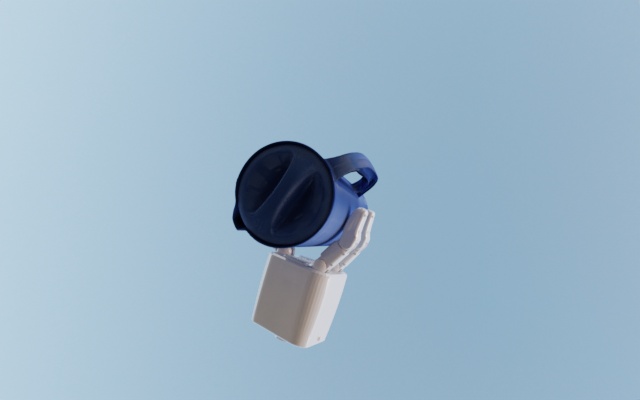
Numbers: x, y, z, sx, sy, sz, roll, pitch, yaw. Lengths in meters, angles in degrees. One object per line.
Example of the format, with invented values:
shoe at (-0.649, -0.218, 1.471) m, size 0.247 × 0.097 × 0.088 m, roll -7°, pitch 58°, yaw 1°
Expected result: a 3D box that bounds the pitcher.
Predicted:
pitcher at (0.000, 0.002, 0.684) m, size 0.149 × 0.145 × 0.243 m, roll 18°, pitch -1°, yaw 20°
